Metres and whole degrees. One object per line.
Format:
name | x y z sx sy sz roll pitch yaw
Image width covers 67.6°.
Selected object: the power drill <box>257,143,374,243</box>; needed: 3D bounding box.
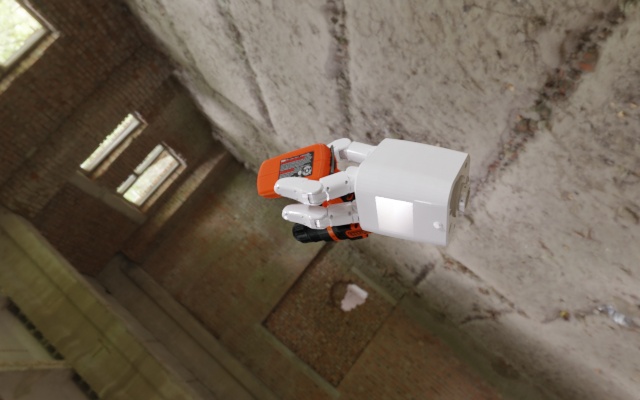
power drill | 0.000 0.002 0.654 0.184 0.057 0.188 -16 -32 29
